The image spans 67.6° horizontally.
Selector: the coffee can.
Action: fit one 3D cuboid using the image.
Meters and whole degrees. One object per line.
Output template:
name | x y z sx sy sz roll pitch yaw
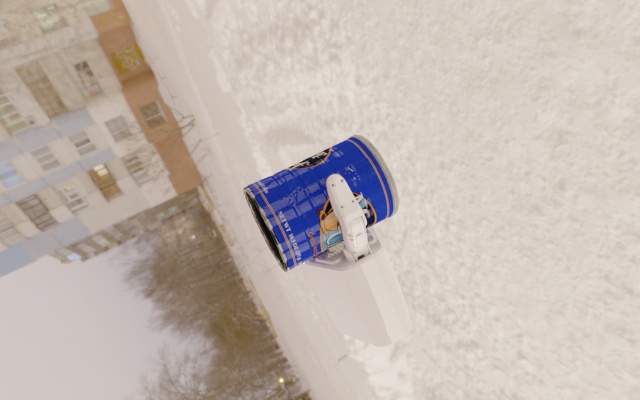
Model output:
coffee can | 0.000 0.002 0.530 0.140 0.103 0.103 -27 6 -13
